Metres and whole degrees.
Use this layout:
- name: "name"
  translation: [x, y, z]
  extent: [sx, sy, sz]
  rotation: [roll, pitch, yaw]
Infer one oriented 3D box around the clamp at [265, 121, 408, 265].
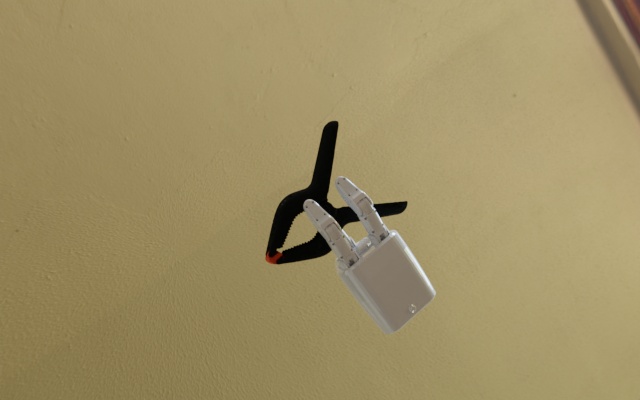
- name: "clamp"
  translation: [0.000, 0.003, 0.650]
  extent: [0.210, 0.164, 0.036]
  rotation: [-37, 4, -17]
